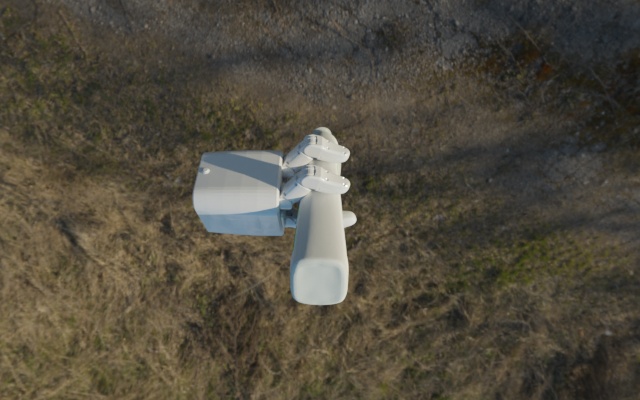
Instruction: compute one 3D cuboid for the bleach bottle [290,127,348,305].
[{"bbox_3d":[0.000,0.002,0.628,0.068,0.250,0.103,1,-41,0],"label":"bleach bottle"}]
